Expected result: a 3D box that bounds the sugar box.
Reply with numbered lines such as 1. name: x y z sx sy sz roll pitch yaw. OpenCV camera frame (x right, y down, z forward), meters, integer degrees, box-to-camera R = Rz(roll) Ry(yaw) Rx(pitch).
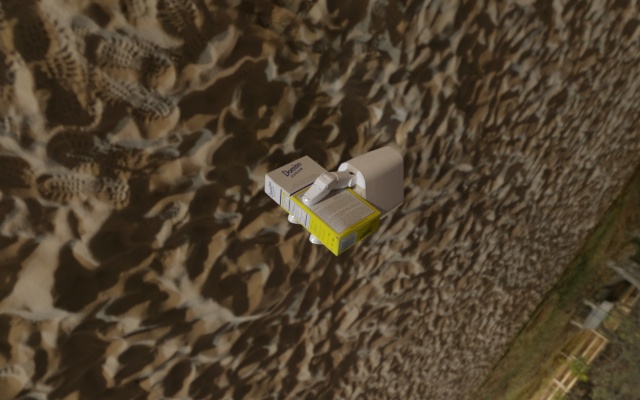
1. sugar box: 0.000 0.003 0.760 0.093 0.048 0.176 -28 51 -33
